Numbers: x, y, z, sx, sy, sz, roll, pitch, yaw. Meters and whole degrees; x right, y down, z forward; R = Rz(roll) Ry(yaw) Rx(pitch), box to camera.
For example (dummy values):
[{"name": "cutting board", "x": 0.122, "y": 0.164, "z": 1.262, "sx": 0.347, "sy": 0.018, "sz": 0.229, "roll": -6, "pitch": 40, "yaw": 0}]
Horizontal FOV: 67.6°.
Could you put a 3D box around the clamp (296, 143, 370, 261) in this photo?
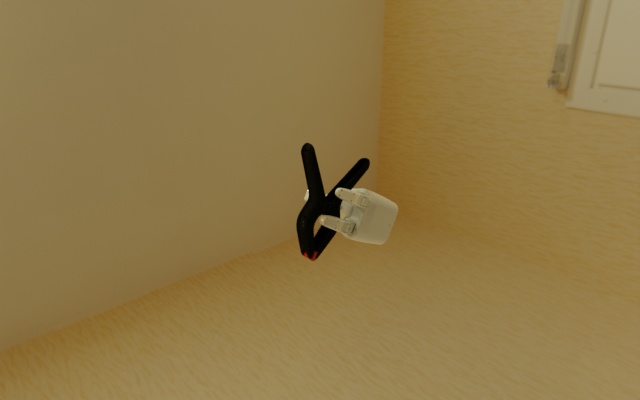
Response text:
[{"name": "clamp", "x": 0.000, "y": 0.003, "z": 0.846, "sx": 0.164, "sy": 0.210, "sz": 0.036, "roll": 18, "pitch": 4, "yaw": -45}]
